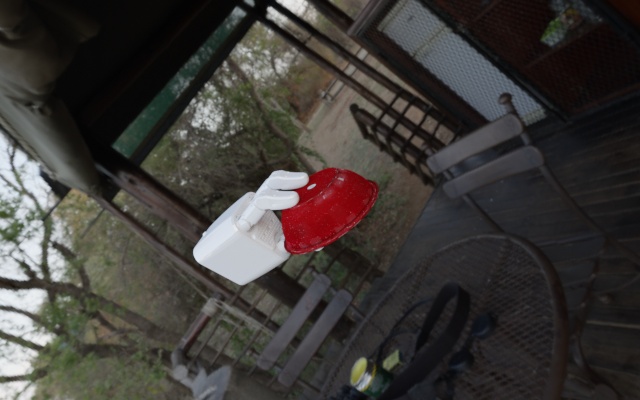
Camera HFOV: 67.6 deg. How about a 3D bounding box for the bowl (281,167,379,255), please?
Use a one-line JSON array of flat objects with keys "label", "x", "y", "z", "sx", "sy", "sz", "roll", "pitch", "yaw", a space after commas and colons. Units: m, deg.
[{"label": "bowl", "x": 0.001, "y": 0.001, "z": 0.677, "sx": 0.162, "sy": 0.055, "sz": 0.162, "roll": -31, "pitch": 20, "yaw": 13}]
